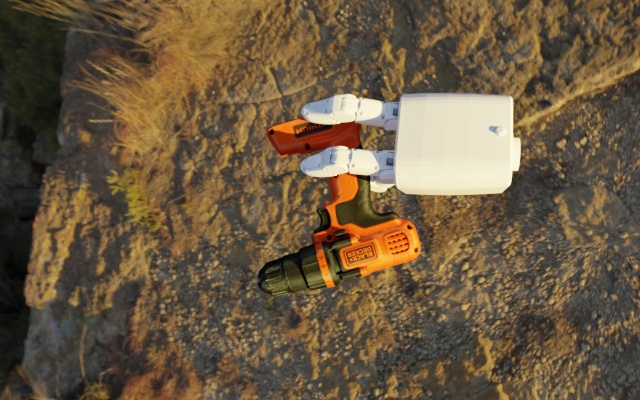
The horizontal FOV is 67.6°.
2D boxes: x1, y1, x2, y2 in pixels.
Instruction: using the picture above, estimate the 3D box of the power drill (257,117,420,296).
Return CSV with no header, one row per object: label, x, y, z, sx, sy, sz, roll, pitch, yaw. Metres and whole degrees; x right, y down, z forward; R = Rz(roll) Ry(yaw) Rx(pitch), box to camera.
power drill,0.000,0.001,0.534,0.184,0.187,0.057,-16,-3,2
